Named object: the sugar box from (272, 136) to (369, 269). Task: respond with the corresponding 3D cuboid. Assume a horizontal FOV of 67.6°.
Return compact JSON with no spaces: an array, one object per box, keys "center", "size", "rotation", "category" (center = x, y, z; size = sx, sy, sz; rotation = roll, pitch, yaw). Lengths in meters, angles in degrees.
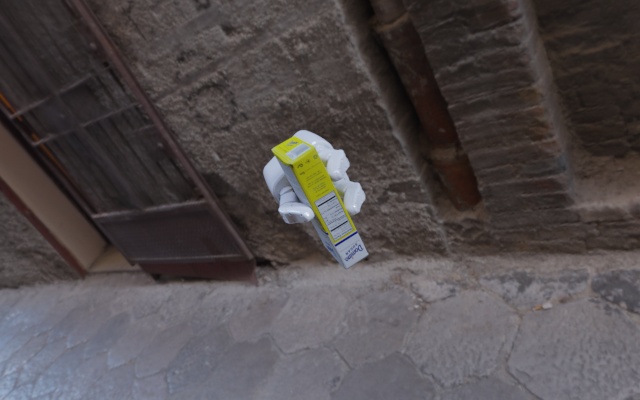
[{"center":[0.000,0.002,0.660],"size":[0.048,0.176,0.093],"rotation":[-33,25,-7],"category":"sugar box"}]
